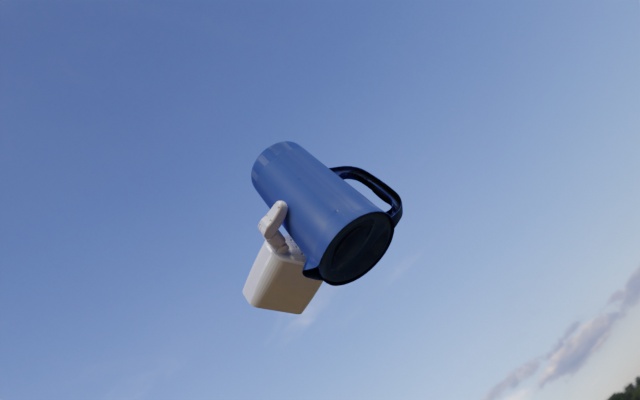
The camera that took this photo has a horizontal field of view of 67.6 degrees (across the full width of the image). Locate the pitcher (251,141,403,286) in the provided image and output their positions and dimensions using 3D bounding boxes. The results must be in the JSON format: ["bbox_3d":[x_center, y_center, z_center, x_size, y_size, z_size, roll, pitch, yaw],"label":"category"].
[{"bbox_3d":[0.000,0.003,0.750,0.149,0.145,0.242,6,30,-44],"label":"pitcher"}]
